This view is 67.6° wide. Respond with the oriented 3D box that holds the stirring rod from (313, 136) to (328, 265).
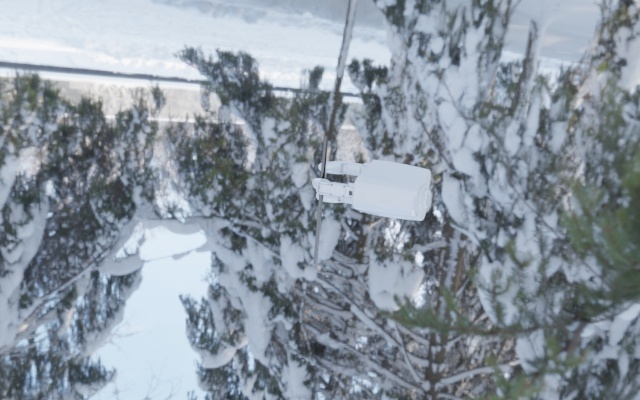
[{"bbox_3d":[0.000,0.003,0.873,0.011,0.239,0.011,5,13,-1],"label":"stirring rod"}]
